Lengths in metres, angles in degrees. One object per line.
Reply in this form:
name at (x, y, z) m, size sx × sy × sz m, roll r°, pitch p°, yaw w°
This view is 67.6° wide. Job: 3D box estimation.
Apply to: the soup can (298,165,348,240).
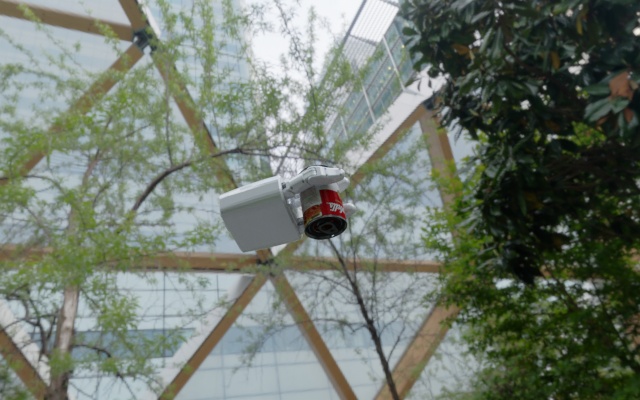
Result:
soup can at (0.001, 0.002, 0.764) m, size 0.068 × 0.102 × 0.069 m, roll -8°, pitch -34°, yaw -5°
